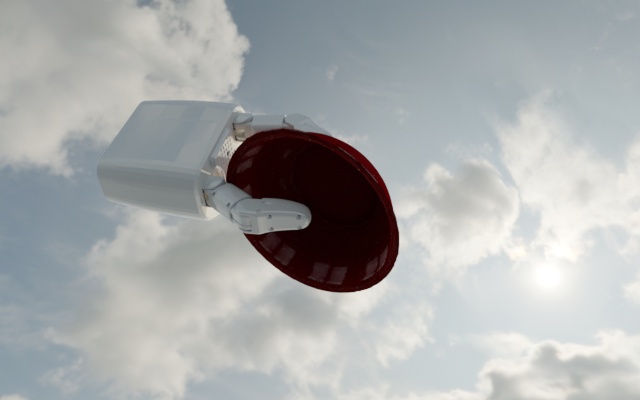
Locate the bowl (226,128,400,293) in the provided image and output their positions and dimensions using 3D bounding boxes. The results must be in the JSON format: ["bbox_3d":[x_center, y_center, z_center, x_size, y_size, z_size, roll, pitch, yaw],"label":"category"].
[{"bbox_3d":[0.001,0.002,0.411,0.162,0.162,0.055,0,32,33],"label":"bowl"}]
